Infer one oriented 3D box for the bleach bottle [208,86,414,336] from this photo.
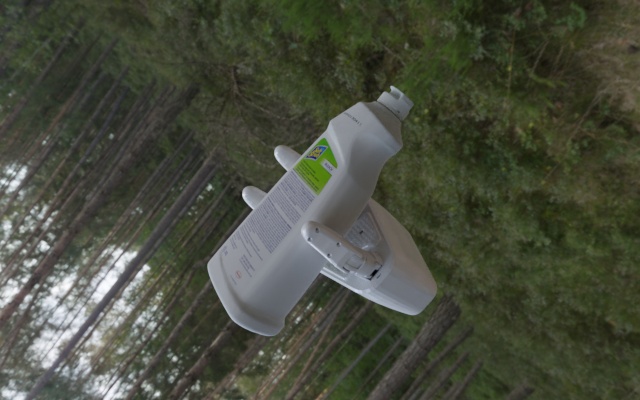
[{"bbox_3d":[0.000,0.001,0.453,0.068,0.251,0.102,34,9,-43],"label":"bleach bottle"}]
